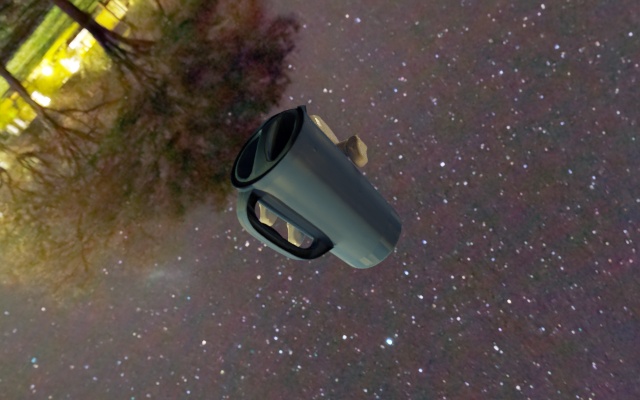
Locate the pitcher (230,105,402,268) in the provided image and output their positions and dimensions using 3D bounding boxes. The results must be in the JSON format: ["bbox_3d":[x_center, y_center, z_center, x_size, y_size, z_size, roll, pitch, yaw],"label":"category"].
[{"bbox_3d":[0.000,0.002,0.663,0.243,0.149,0.145,41,15,-31],"label":"pitcher"}]
